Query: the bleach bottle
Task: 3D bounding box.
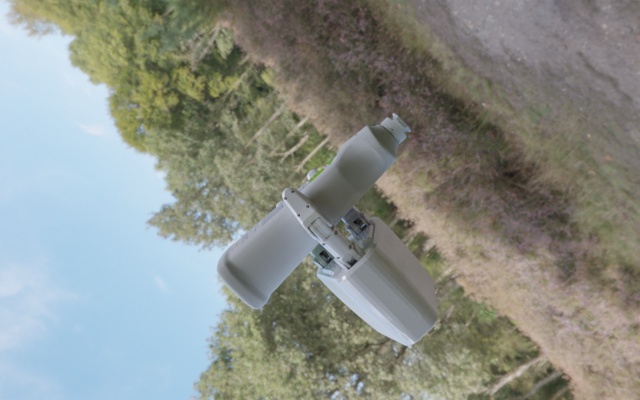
[{"bbox_3d":[0.000,0.002,0.524,0.251,0.068,0.102,-44,9,3],"label":"bleach bottle"}]
